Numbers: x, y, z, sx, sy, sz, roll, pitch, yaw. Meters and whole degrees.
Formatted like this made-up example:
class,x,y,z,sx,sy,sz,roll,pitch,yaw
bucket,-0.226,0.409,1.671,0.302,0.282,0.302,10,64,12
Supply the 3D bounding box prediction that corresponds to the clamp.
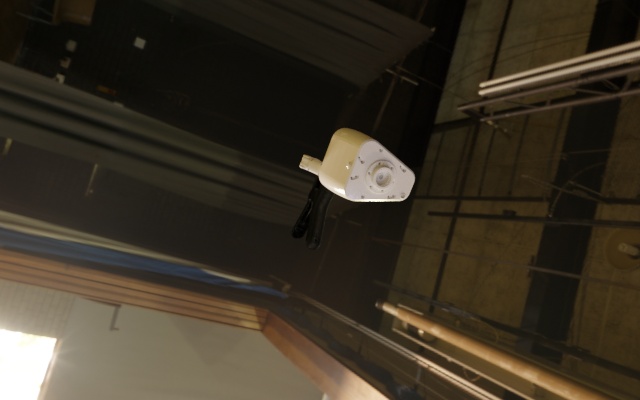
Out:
class,x,y,z,sx,sy,sz,roll,pitch,yaw
clamp,0.001,0.003,0.808,0.039,0.171,0.120,18,9,-23
